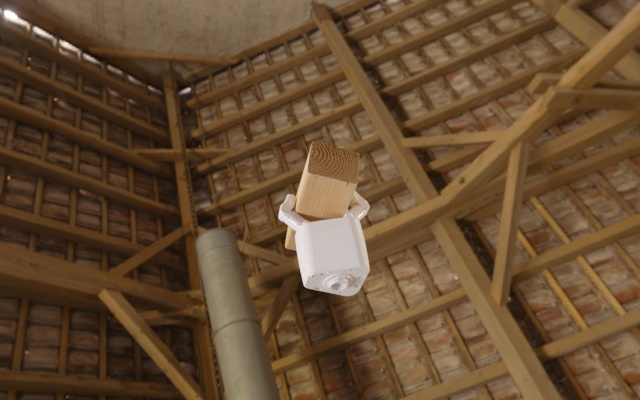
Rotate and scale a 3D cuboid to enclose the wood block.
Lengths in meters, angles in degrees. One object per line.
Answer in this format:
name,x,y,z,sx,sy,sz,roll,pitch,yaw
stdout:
wood block,0.000,0.003,0.900,0.091,0.090,0.206,13,-46,-6
